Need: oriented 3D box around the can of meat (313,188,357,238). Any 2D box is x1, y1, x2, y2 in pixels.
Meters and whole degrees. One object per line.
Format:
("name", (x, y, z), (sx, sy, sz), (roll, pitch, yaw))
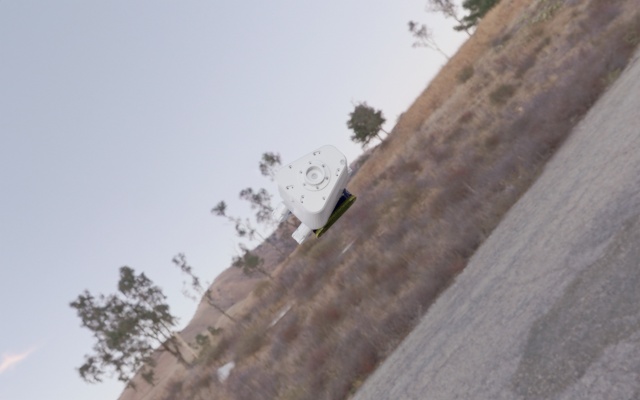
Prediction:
("can of meat", (0.000, 0.003, 0.865), (0.084, 0.102, 0.057), (44, -7, 10))
